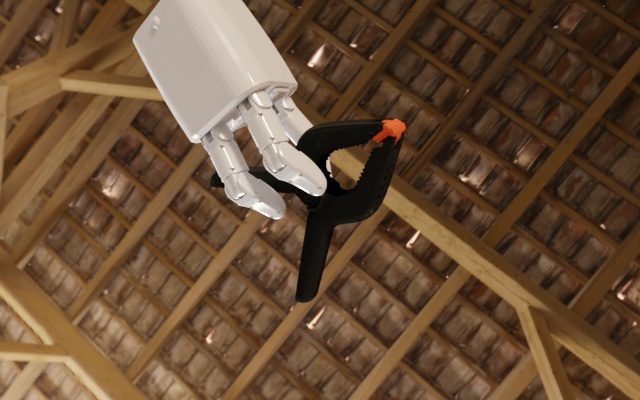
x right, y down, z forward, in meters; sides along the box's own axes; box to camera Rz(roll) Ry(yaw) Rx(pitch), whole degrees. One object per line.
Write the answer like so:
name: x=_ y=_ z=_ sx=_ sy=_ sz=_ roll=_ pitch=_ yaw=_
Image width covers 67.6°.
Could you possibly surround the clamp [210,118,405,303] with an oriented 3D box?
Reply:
clamp: x=0.001 y=0.001 z=0.445 sx=0.210 sy=0.164 sz=0.036 roll=-30 pitch=3 yaw=36
